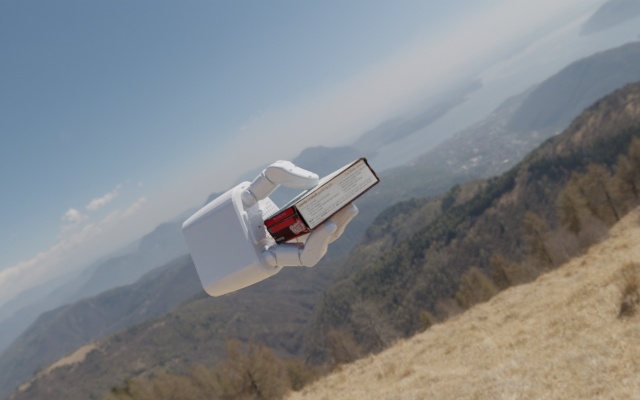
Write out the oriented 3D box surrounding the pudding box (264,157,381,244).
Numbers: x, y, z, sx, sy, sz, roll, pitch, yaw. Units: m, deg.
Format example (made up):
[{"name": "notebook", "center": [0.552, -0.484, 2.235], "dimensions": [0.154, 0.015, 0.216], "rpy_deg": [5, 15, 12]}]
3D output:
[{"name": "pudding box", "center": [0.000, 0.002, 0.543], "dimensions": [0.113, 0.039, 0.090], "rpy_deg": [-37, 6, -30]}]
